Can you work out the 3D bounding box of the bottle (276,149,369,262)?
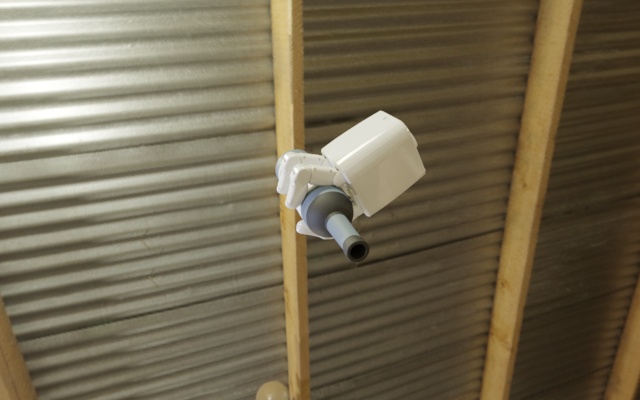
[{"bbox_3d":[0.000,0.002,0.659,0.069,0.069,0.295,0,22,-18],"label":"bottle"}]
